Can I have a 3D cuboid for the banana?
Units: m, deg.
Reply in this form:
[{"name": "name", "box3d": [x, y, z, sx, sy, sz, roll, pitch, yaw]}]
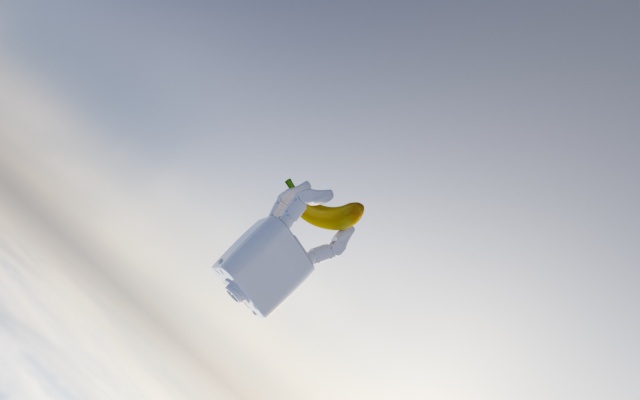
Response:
[{"name": "banana", "box3d": [0.005, 0.016, 0.775, 0.037, 0.070, 0.197, -40, 35, -25]}]
